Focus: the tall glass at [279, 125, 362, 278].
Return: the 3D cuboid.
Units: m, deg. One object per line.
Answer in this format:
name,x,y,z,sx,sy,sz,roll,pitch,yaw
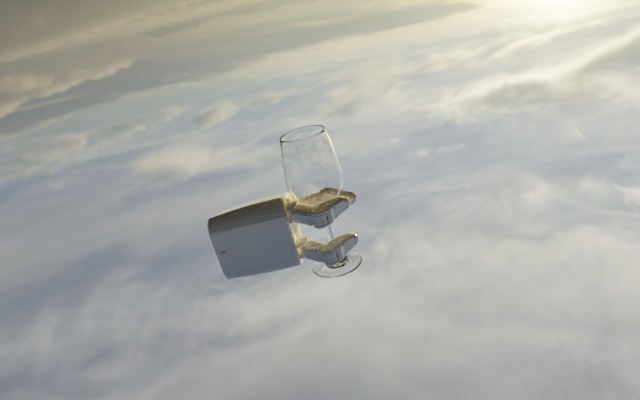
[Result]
tall glass,0.000,0.003,0.652,0.079,0.201,0.079,-12,23,5
